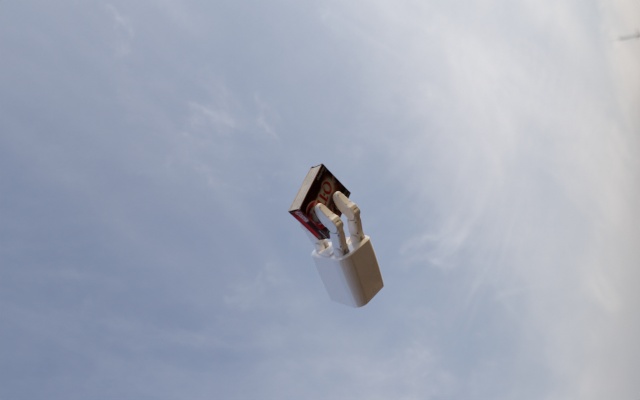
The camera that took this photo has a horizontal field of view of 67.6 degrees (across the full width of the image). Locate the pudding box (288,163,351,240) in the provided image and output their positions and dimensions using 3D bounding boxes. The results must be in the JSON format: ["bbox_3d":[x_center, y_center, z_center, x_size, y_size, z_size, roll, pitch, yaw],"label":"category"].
[{"bbox_3d":[0.000,0.003,0.887,0.039,0.113,0.090,-13,-47,43],"label":"pudding box"}]
